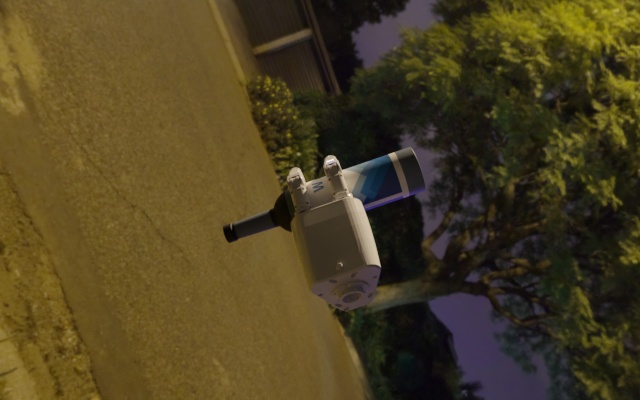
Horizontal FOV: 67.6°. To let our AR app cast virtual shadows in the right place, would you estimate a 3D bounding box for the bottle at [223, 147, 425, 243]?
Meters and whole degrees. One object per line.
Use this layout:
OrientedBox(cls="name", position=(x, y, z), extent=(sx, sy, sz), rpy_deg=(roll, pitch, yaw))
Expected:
OrientedBox(cls="bottle", position=(0.000, 0.002, 0.694), extent=(0.296, 0.069, 0.069), rpy_deg=(-19, -1, 4))
